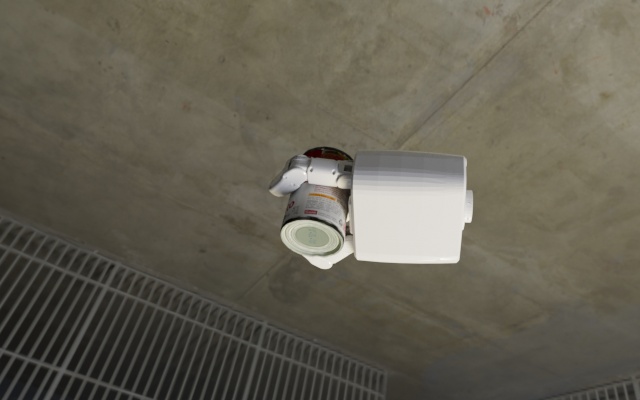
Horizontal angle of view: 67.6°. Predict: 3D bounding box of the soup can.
[{"bbox_3d":[0.000,0.002,0.511,0.068,0.102,0.069,8,-39,6],"label":"soup can"}]
